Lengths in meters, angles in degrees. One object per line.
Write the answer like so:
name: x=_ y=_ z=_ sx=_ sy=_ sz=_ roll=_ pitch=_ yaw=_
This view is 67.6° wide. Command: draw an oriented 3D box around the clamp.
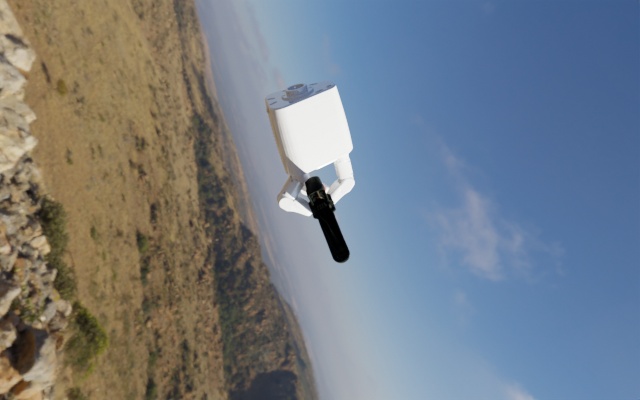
clamp: x=0.001 y=0.002 z=0.694 sx=0.039 sy=0.120 sz=0.171 roll=-18 pitch=28 yaw=-4
